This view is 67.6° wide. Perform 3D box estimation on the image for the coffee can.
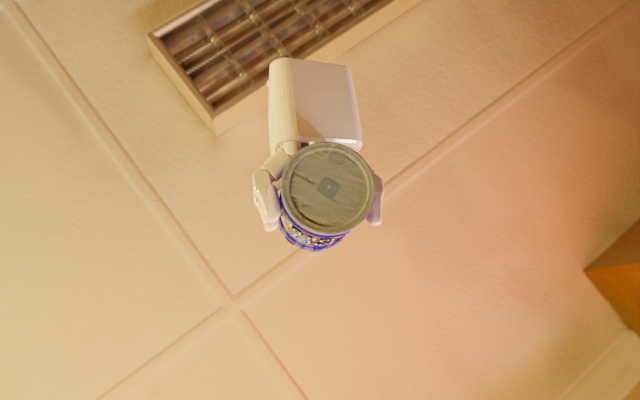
[{"bbox_3d":[0.000,0.002,0.575,0.103,0.102,0.140,0,-14,-8],"label":"coffee can"}]
